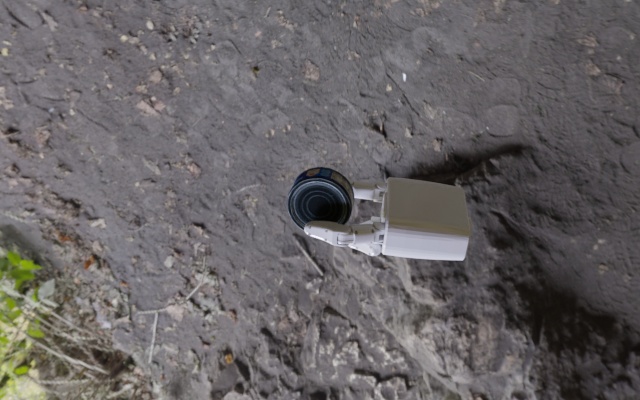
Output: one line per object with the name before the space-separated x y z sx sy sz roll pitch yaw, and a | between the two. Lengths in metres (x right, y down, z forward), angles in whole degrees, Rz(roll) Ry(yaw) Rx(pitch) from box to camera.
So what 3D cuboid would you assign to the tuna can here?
tuna can | 0.000 0.002 0.621 0.086 0.086 0.033 0 26 10
